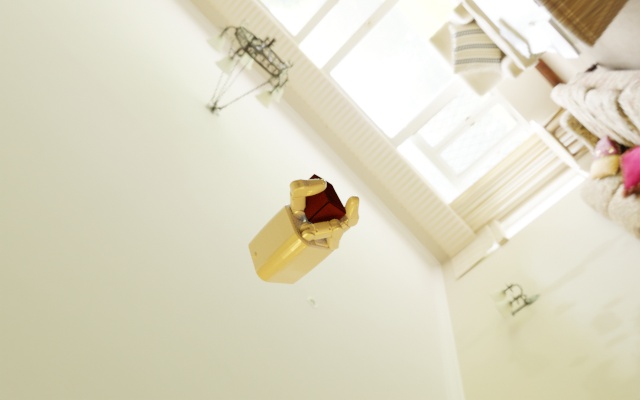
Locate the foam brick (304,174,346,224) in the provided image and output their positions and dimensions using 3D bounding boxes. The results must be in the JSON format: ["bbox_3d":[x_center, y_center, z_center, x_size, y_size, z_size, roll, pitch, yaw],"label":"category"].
[{"bbox_3d":[0.000,0.002,0.822,0.053,0.051,0.078,31,23,-41],"label":"foam brick"}]
